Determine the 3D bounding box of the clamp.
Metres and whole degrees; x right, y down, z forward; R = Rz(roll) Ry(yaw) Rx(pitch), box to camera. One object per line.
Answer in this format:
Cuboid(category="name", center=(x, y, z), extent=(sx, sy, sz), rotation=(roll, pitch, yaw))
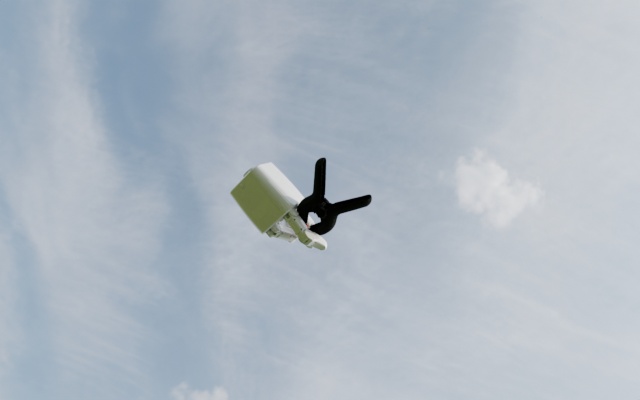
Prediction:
Cuboid(category="clamp", center=(0.000, 0.003, 0.886), extent=(0.171, 0.120, 0.039), rotation=(-41, -1, 31))
